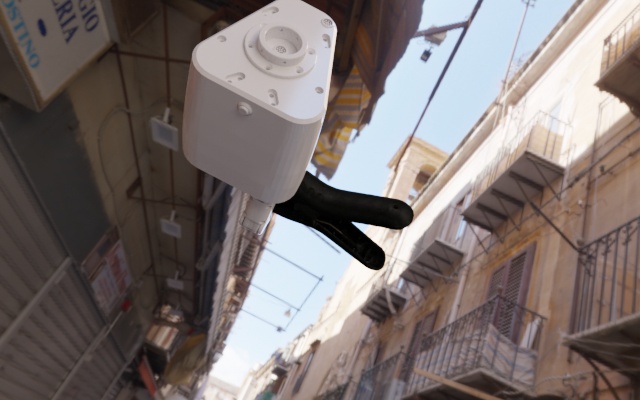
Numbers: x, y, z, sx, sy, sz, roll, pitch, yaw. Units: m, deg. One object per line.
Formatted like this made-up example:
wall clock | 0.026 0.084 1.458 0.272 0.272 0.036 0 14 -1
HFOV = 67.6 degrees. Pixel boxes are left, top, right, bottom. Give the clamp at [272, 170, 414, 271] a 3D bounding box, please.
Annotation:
clamp | 0.000 0.001 0.425 0.171 0.039 0.120 28 -32 -2
